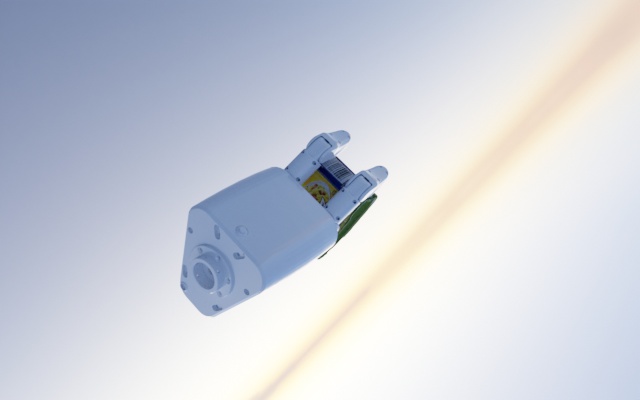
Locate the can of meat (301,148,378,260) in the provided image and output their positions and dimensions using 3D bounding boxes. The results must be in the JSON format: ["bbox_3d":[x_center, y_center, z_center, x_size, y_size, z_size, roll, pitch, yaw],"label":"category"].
[{"bbox_3d":[0.000,0.002,0.517,0.057,0.084,0.102,-28,-21,-54],"label":"can of meat"}]
